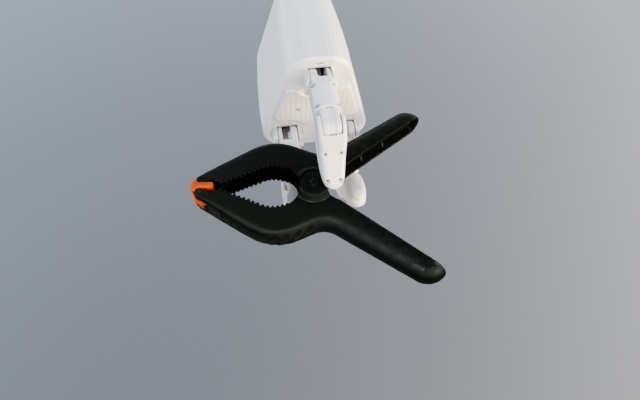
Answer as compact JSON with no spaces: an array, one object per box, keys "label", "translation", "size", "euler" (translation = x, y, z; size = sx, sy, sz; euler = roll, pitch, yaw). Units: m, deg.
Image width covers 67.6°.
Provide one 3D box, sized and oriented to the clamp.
[{"label":"clamp","translation":[0.000,0.001,0.399],"size":[0.210,0.164,0.036],"euler":[-6,-30,-7]}]
